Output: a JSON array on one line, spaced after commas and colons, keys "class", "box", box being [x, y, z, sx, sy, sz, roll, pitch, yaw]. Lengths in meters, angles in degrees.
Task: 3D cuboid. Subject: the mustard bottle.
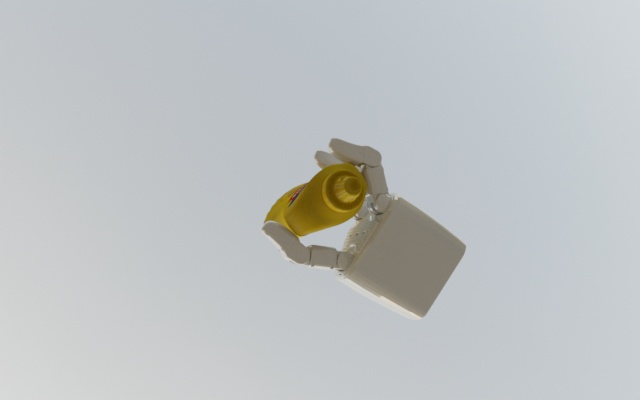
[{"class": "mustard bottle", "box": [0.000, 0.002, 0.528, 0.096, 0.058, 0.191, -36, 4, -20]}]
